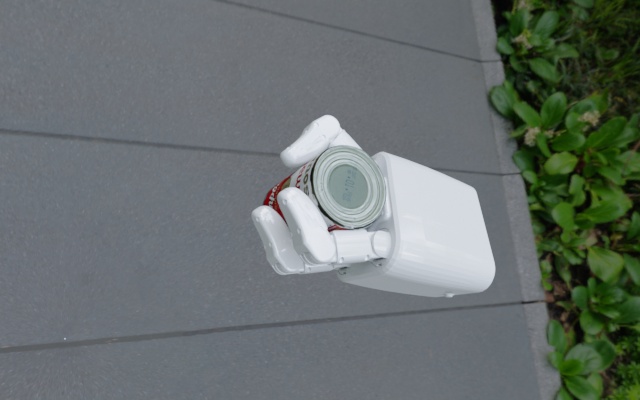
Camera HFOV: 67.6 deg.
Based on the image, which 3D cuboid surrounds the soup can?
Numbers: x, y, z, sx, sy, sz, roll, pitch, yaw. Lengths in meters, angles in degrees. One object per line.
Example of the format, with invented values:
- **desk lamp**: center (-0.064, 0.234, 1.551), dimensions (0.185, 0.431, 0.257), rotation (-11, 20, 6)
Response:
- **soup can**: center (0.000, 0.001, 0.401), dimensions (0.068, 0.068, 0.102), rotation (0, -14, -28)
